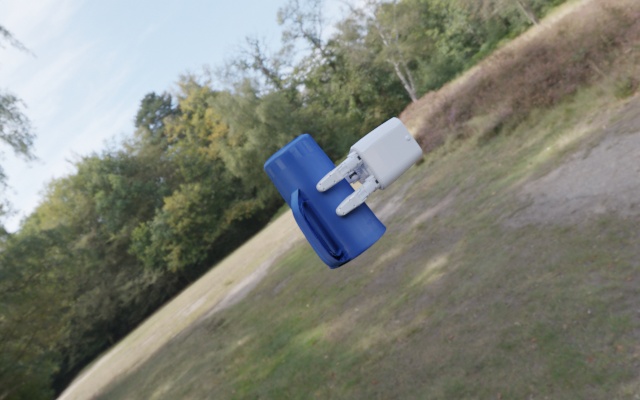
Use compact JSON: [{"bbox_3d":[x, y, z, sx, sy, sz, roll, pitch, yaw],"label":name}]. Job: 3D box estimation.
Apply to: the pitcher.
[{"bbox_3d":[0.000,0.003,0.896,0.145,0.243,0.149,-38,4,-11],"label":"pitcher"}]
